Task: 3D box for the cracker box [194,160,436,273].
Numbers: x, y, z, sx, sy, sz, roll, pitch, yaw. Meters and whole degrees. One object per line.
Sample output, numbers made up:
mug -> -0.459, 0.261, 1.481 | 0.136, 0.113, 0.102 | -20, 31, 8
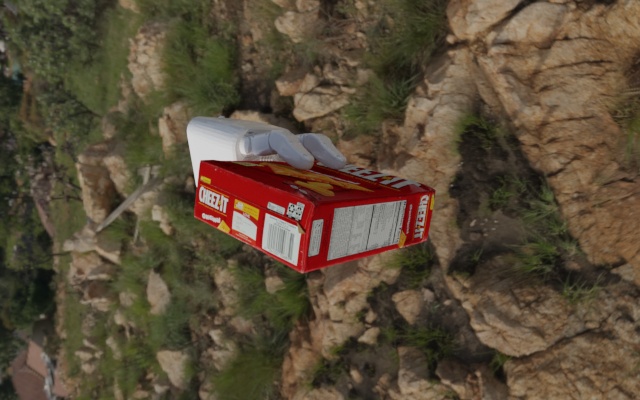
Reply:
cracker box -> 0.000, 0.002, 0.521 | 0.164, 0.072, 0.213 | 20, 17, 39
